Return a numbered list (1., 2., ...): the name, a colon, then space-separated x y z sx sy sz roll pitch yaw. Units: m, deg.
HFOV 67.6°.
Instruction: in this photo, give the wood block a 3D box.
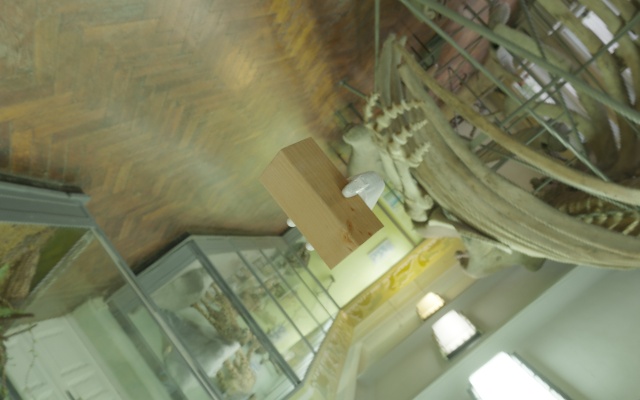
1. wood block: 0.001 0.003 0.834 0.090 0.206 0.091 -31 -11 -48
